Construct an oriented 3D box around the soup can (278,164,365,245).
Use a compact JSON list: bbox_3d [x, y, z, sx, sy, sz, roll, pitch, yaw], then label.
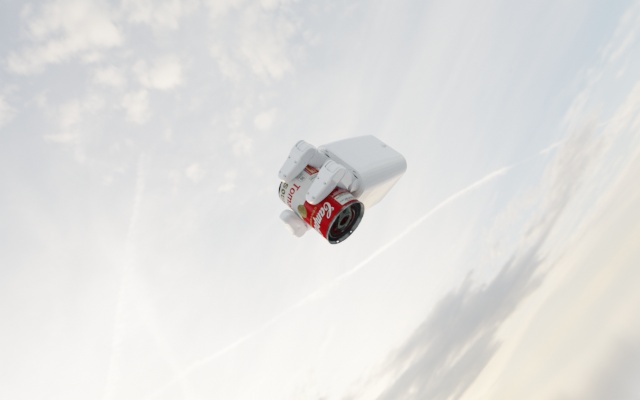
[{"bbox_3d":[0.000,0.002,0.641,0.102,0.068,0.068,39,22,29],"label":"soup can"}]
